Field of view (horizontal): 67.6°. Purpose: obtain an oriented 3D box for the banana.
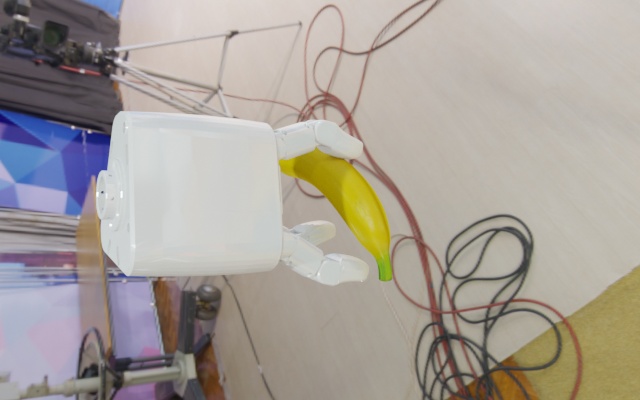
[{"bbox_3d":[0.007,-0.012,0.442,0.037,0.070,0.197,-5,36,-33],"label":"banana"}]
